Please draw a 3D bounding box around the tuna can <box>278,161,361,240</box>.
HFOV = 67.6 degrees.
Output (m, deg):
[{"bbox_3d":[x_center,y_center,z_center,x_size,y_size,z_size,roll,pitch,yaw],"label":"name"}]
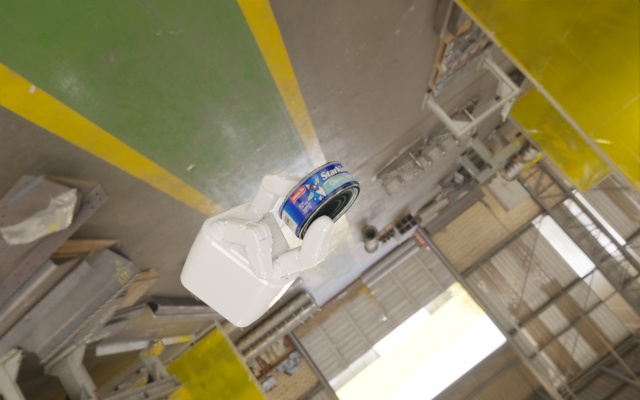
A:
[{"bbox_3d":[0.000,0.002,0.493,0.086,0.033,0.086,-37,-18,-14],"label":"tuna can"}]
